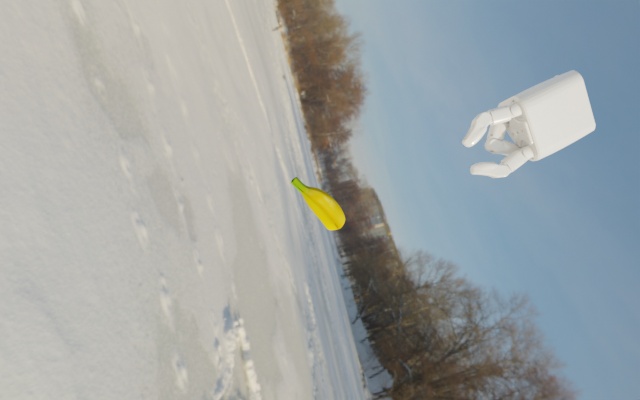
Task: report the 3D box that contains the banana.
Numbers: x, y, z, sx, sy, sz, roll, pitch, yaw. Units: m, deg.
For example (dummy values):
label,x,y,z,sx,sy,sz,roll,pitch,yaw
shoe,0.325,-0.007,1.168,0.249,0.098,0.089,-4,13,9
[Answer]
label,x,y,z,sx,sy,sz,roll,pitch,yaw
banana,0.010,0.015,0.745,0.037,0.069,0.198,-38,-22,-1
